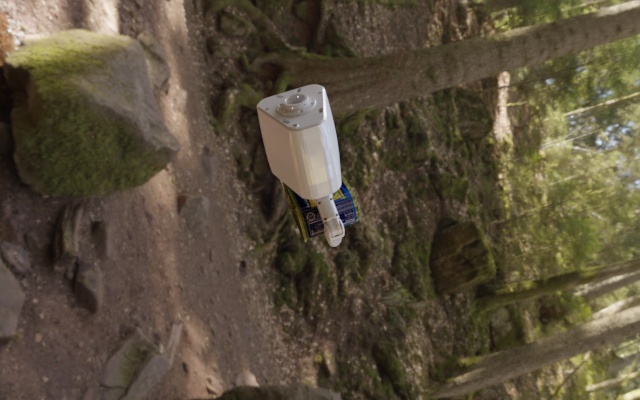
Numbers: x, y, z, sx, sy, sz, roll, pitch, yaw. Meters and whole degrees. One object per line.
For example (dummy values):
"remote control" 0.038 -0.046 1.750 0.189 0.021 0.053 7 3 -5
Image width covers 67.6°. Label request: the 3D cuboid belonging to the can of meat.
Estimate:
"can of meat" 0.000 0.002 0.682 0.084 0.057 0.102 -19 36 -8
